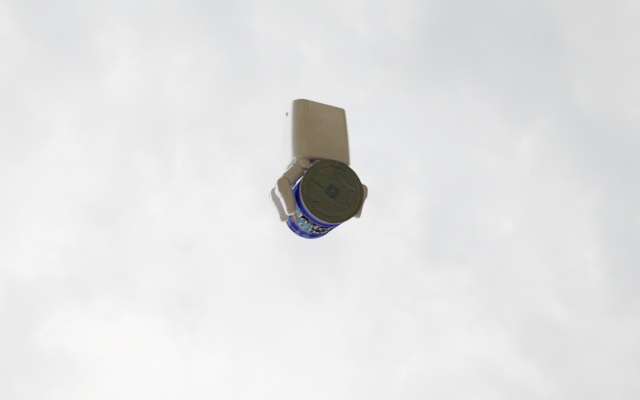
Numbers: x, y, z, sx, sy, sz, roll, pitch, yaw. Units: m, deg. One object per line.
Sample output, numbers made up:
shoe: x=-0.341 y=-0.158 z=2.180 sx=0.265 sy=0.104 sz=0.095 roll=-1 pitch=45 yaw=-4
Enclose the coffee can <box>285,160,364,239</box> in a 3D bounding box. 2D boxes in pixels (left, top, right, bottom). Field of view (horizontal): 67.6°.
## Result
coffee can: x=0.000 y=0.003 z=0.800 sx=0.103 sy=0.102 sz=0.140 roll=0 pitch=-14 yaw=-16
